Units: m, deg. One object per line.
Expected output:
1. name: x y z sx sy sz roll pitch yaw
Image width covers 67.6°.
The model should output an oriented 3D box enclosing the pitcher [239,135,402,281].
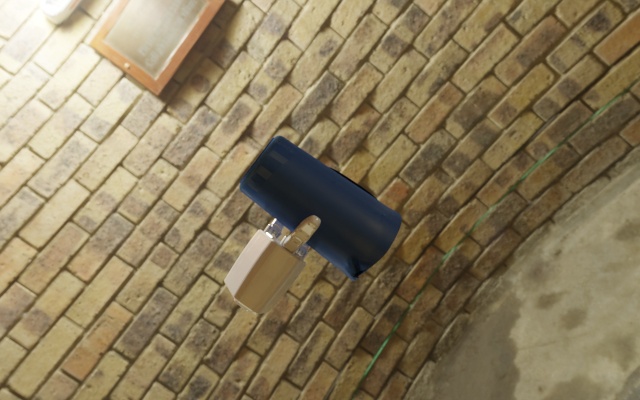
1. pitcher: 0.000 0.003 0.767 0.243 0.145 0.149 37 -6 -8
